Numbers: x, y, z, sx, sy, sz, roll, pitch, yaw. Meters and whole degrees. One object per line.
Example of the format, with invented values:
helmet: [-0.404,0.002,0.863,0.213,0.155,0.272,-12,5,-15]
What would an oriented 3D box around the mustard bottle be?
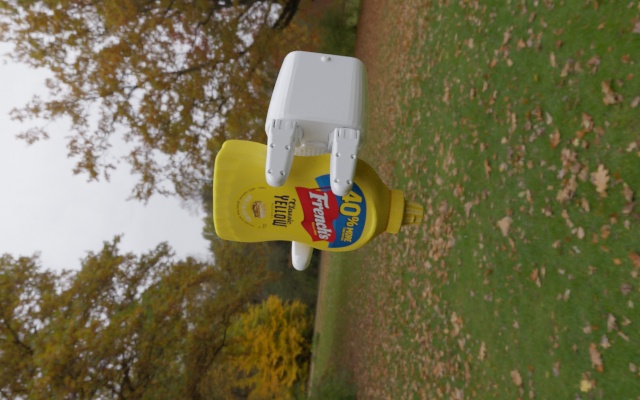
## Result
mustard bottle: [0.000,0.002,0.446,0.191,0.096,0.058,7,30,0]
